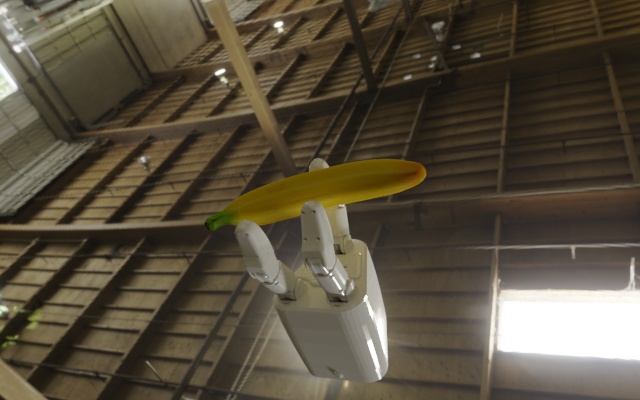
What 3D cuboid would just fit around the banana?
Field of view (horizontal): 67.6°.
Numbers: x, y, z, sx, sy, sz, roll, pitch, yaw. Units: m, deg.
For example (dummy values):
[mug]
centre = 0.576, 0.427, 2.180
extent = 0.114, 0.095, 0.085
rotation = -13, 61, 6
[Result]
[banana]
centre = -0.003, -0.005, 0.443
extent = 0.198, 0.037, 0.069
rotation = -16, 21, 5
